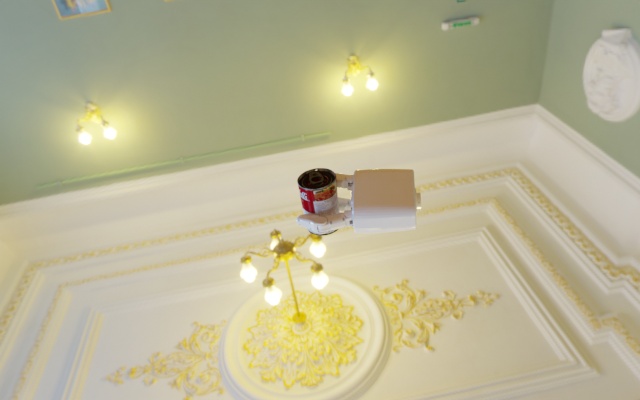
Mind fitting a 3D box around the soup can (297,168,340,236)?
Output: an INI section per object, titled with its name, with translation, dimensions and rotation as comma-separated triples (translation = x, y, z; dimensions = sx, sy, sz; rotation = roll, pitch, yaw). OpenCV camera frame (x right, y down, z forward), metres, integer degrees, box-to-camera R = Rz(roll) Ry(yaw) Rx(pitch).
[soup can]
translation = 0.000, 0.003, 0.846
dimensions = 0.068, 0.102, 0.068
rotation = -6, 35, 4
